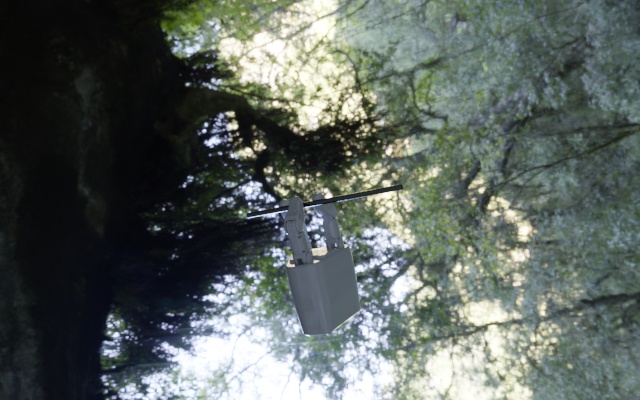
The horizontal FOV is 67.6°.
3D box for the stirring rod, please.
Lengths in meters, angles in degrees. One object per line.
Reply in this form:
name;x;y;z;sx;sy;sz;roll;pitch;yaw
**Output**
stirring rod;0.000;0.002;0.691;0.239;0.011;0.011;-11;-4;20
